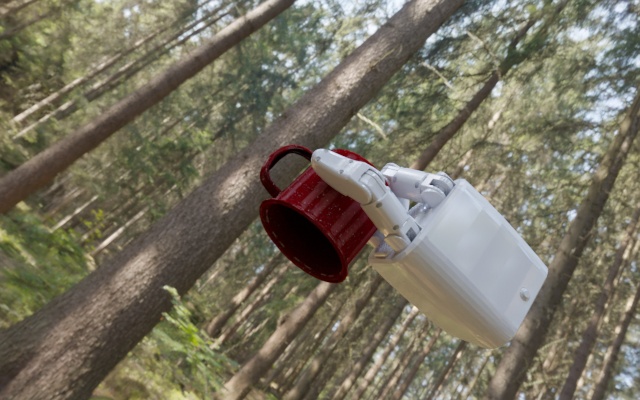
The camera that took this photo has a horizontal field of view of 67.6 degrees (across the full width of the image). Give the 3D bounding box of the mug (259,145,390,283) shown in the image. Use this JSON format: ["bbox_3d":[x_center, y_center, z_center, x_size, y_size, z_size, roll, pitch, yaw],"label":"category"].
[{"bbox_3d":[-0.001,0.000,0.411,0.081,0.117,0.093,-46,2,-29],"label":"mug"}]
